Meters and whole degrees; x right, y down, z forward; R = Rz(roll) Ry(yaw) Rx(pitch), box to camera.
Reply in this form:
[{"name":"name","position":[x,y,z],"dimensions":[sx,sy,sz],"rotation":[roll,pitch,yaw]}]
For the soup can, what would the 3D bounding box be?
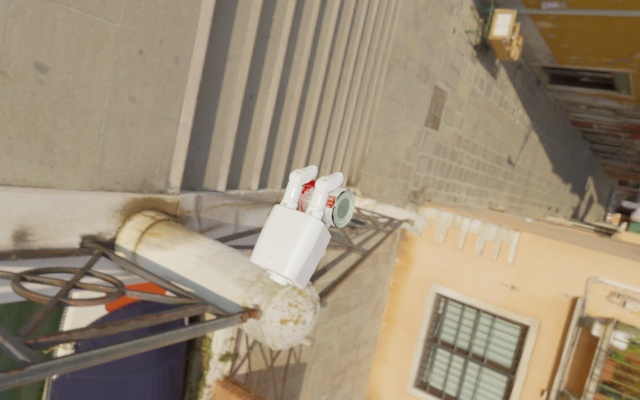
[{"name":"soup can","position":[0.001,0.002,0.826],"dimensions":[0.102,0.068,0.068],"rotation":[17,9,33]}]
